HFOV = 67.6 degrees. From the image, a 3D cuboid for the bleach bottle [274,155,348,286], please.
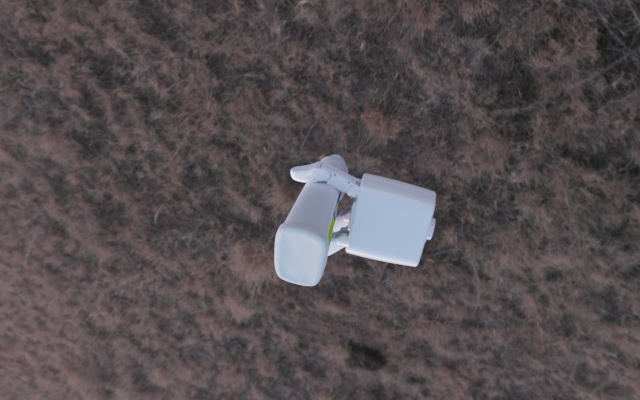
[{"bbox_3d":[0.000,0.002,0.700,0.068,0.103,0.250,13,39,6],"label":"bleach bottle"}]
